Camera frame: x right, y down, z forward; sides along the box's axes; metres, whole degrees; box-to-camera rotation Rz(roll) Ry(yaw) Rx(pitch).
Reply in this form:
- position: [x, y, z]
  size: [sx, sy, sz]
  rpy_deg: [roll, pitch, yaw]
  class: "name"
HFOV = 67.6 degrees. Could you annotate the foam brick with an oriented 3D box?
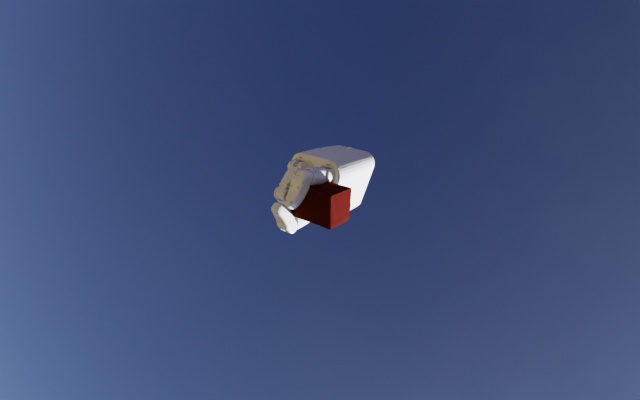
- position: [0.000, 0.002, 0.704]
  size: [0.078, 0.053, 0.051]
  rpy_deg: [18, 25, 36]
  class: "foam brick"
